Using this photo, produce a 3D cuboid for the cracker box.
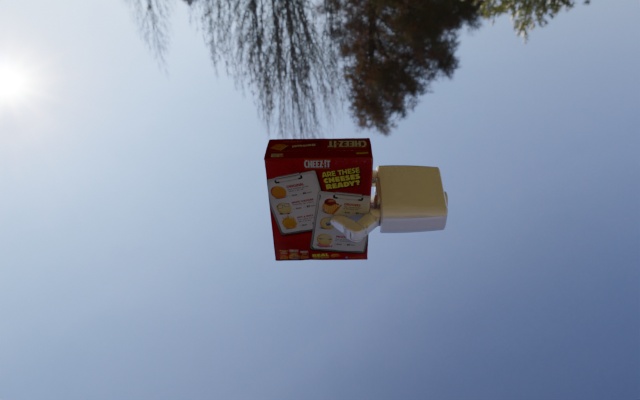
[{"bbox_3d":[0.000,0.003,0.792,0.164,0.214,0.072,-1,38,1],"label":"cracker box"}]
